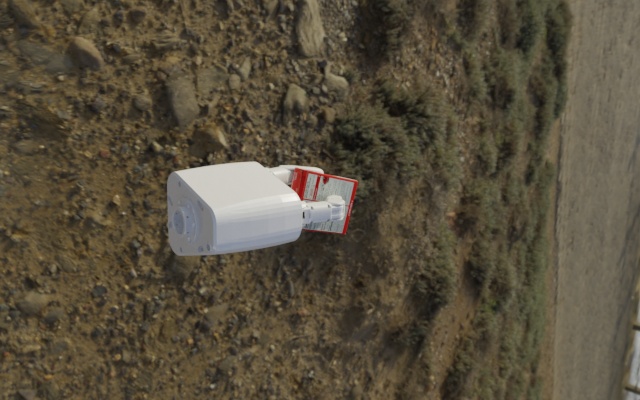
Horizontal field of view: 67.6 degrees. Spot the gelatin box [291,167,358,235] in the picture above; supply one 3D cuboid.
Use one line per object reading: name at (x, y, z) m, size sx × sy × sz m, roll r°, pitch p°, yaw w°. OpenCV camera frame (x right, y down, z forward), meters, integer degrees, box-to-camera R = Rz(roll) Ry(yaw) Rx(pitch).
gelatin box at (0.001, 0.002, 0.605) m, size 0.089 × 0.073 × 0.030 m, roll 9°, pitch 6°, yaw -40°
